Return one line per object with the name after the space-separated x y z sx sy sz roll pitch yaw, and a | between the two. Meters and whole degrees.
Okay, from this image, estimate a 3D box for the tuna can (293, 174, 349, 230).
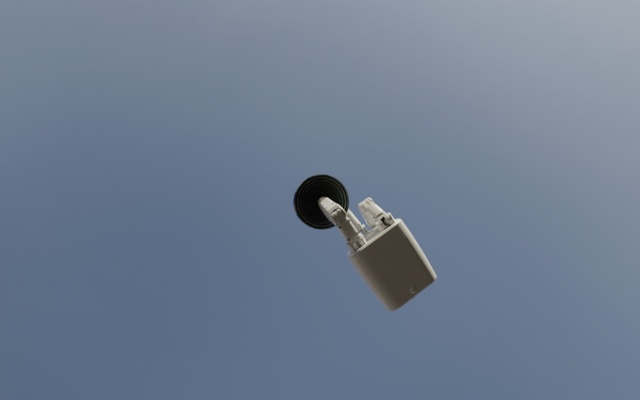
0.000 0.002 0.753 0.086 0.086 0.034 0 -1 -8 | tuna can
